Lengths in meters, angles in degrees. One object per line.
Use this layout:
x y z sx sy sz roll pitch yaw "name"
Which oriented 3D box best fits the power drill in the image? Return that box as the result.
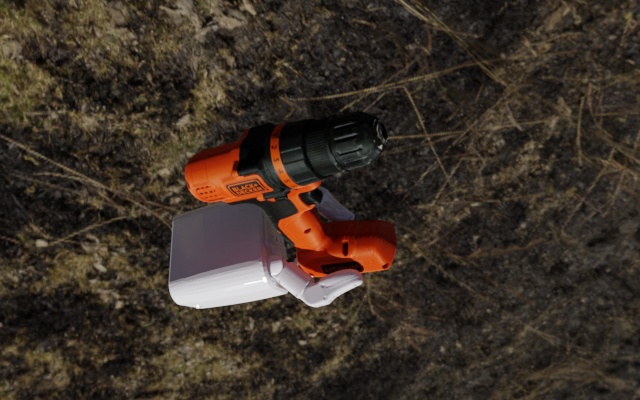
0.000 0.002 0.432 0.184 0.057 0.188 -9 -38 30 "power drill"
